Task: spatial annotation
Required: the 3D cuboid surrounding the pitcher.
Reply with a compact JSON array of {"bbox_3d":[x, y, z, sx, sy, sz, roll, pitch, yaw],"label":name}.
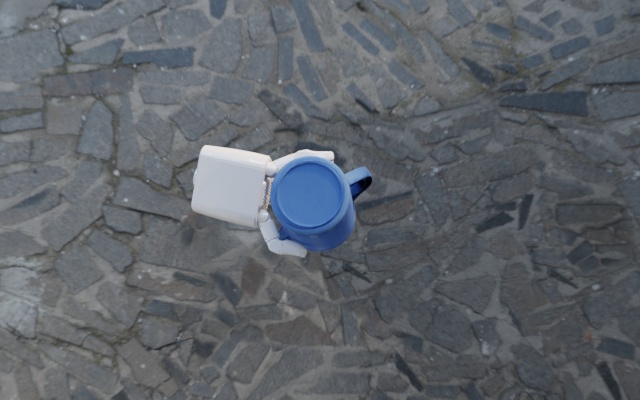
[{"bbox_3d":[0.000,0.002,0.744,0.145,0.149,0.243,13,-7,4],"label":"pitcher"}]
